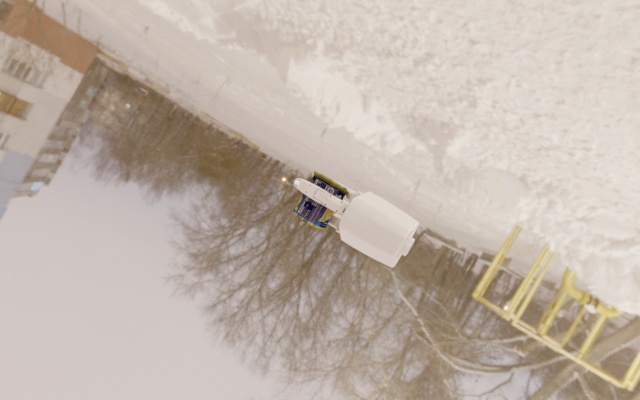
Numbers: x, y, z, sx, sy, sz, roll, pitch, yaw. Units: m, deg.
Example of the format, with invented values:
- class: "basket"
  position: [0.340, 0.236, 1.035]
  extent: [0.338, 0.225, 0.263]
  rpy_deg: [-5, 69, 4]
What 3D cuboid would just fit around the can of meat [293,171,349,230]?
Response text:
- class: "can of meat"
  position: [0.000, 0.003, 0.833]
  extent: [0.057, 0.084, 0.102]
  rpy_deg: [30, 1, 13]
